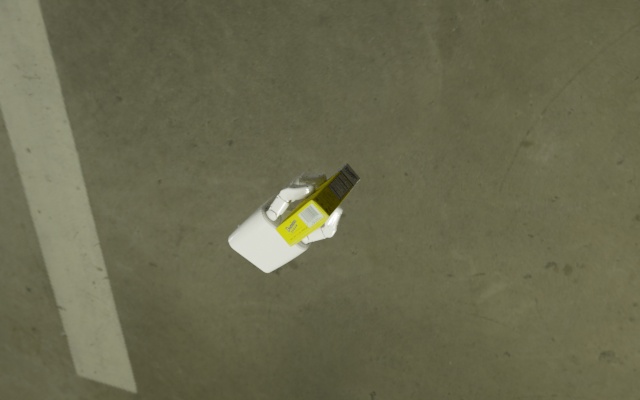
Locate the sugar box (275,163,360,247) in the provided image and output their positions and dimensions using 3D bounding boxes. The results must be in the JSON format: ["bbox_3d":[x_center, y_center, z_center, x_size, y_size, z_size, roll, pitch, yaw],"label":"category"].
[{"bbox_3d":[0.000,0.002,0.815,0.093,0.048,0.176,-37,8,30],"label":"sugar box"}]
